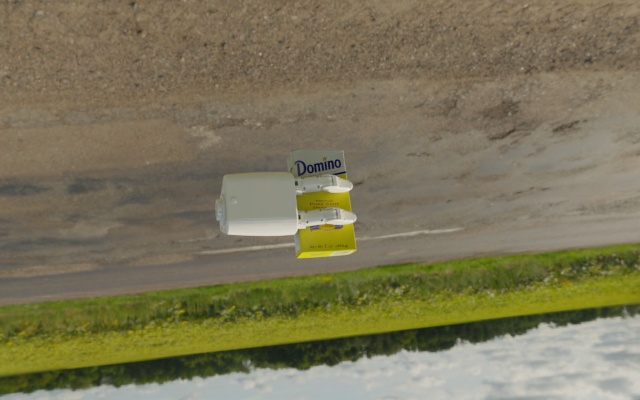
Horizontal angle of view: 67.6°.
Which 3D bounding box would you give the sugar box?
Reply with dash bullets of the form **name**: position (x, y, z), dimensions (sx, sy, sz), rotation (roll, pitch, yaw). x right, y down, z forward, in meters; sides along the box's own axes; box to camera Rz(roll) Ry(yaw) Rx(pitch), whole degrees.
- **sugar box**: position (0.000, 0.002, 0.782), dimensions (0.093, 0.176, 0.048), rotation (-1, -17, -17)
